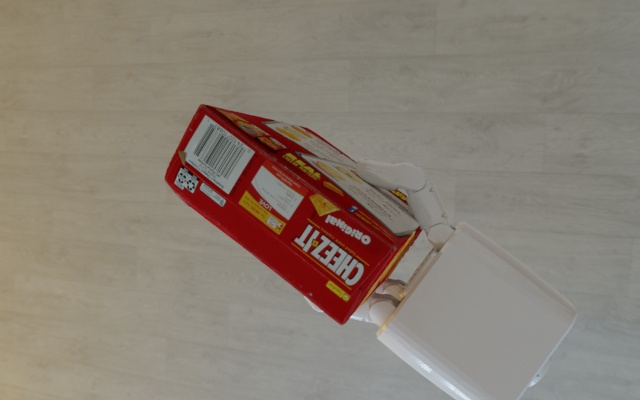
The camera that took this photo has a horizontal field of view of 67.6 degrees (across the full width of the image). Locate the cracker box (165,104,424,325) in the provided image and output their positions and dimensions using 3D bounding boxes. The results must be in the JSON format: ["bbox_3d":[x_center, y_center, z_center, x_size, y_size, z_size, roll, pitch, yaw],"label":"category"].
[{"bbox_3d":[0.000,0.001,0.405,0.164,0.072,0.213,36,14,13],"label":"cracker box"}]
